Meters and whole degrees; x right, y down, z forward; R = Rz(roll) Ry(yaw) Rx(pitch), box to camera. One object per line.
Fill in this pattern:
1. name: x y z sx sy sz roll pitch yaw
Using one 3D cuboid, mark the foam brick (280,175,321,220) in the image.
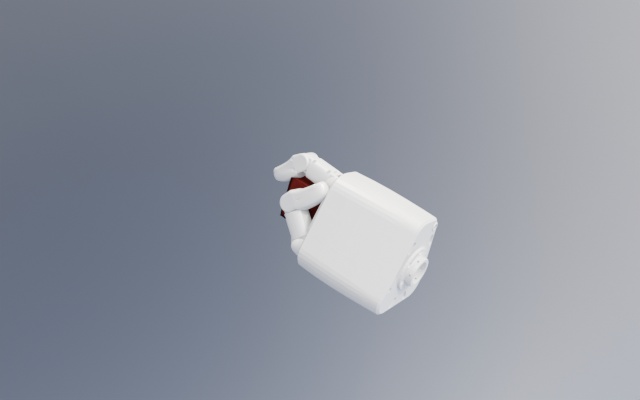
1. foam brick: 0.000 0.002 0.569 0.051 0.053 0.078 31 26 29
